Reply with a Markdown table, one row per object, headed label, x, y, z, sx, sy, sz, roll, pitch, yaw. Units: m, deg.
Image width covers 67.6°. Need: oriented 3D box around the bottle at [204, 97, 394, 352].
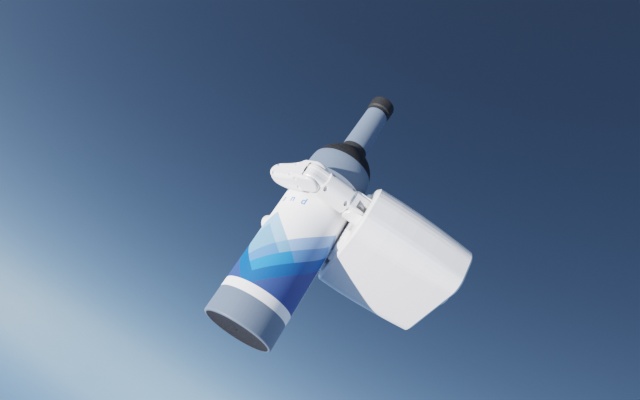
| label | x | y | z | sx | sy | sz | roll | pitch | yaw |
| --- | --- | --- | --- | --- | --- | --- | --- | --- | --- |
| bottle | 0.000 | 0.002 | 0.471 | 0.069 | 0.295 | 0.069 | 25 | -29 | 15 |
